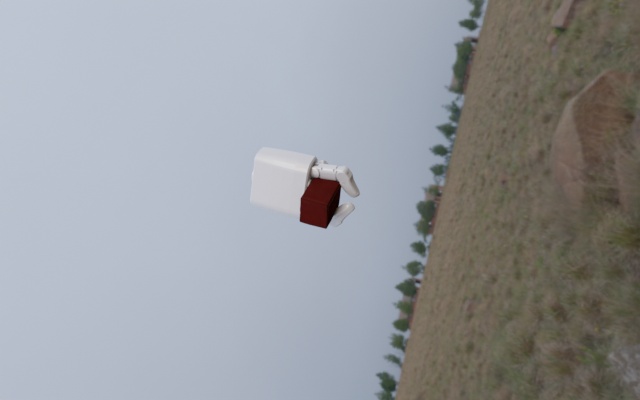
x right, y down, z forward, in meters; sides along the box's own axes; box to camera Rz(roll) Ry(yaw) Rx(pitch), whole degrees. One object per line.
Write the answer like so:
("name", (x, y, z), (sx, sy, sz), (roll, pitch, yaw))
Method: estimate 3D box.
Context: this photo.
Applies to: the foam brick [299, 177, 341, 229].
("foam brick", (0.000, 0.003, 0.832), (0.051, 0.053, 0.078), (14, 37, 12))
